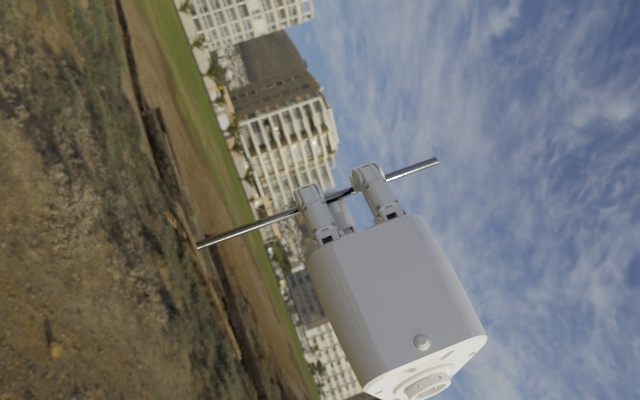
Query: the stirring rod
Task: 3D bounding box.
[{"bbox_3d":[0.000,0.002,0.450,0.239,0.011,0.011,-20,2,-7],"label":"stirring rod"}]
